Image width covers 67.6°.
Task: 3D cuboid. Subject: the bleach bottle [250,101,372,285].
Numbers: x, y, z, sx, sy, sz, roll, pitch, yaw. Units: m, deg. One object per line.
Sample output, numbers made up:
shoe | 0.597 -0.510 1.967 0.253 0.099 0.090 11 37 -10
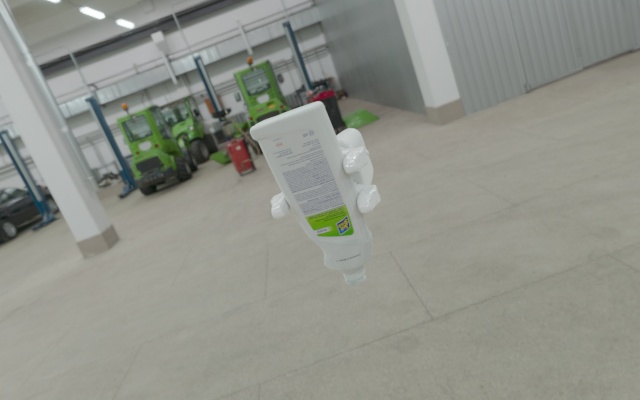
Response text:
bleach bottle | 0.000 0.002 0.642 0.102 0.251 0.068 -16 17 18
